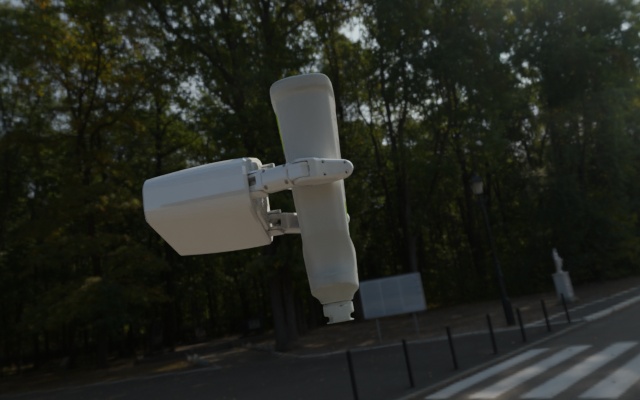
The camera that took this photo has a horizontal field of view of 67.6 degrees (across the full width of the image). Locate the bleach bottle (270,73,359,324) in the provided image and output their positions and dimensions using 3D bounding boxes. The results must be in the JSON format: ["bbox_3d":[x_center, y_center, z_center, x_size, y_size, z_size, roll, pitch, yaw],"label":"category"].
[{"bbox_3d":[0.000,0.002,0.508,0.068,0.250,0.102,-10,-13,3],"label":"bleach bottle"}]
